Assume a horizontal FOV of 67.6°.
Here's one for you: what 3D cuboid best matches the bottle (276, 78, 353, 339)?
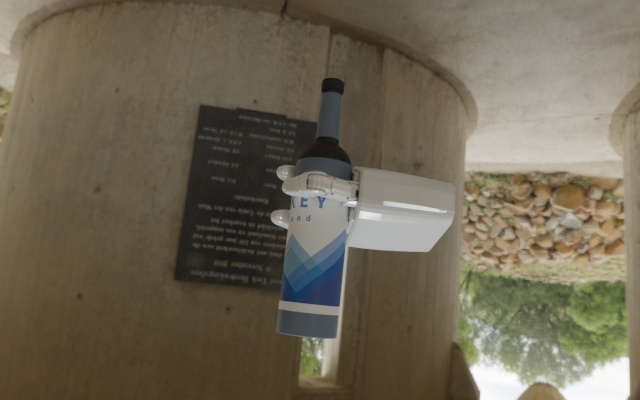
[{"bbox_3d":[0.000,0.002,0.545,0.069,0.295,0.069,6,-11,1],"label":"bottle"}]
